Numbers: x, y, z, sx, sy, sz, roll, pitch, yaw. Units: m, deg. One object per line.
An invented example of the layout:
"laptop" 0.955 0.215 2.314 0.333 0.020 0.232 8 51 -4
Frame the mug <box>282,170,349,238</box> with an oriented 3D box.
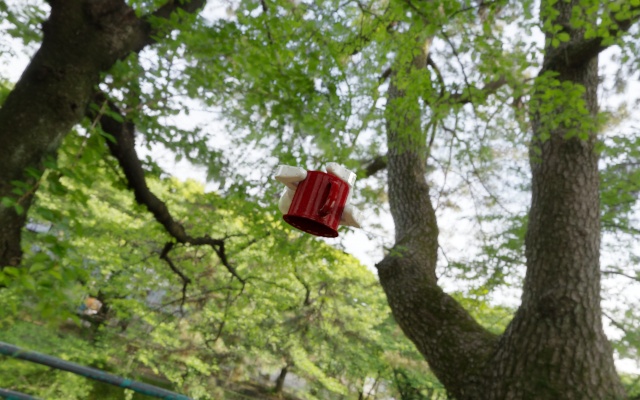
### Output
"mug" 0.001 0.002 0.742 0.093 0.081 0.117 22 -18 -11
